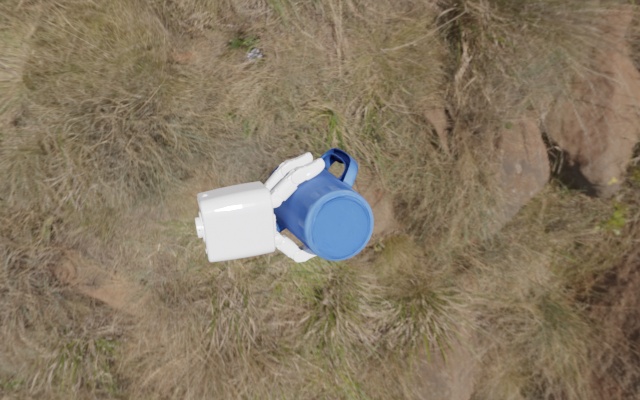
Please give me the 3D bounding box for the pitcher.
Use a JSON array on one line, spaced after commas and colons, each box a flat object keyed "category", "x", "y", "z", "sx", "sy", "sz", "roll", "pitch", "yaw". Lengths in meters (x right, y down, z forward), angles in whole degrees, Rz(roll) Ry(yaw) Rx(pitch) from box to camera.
[{"category": "pitcher", "x": 0.000, "y": 0.003, "z": 0.791, "sx": 0.145, "sy": 0.149, "sz": 0.242, "roll": -9, "pitch": 15, "yaw": -16}]
